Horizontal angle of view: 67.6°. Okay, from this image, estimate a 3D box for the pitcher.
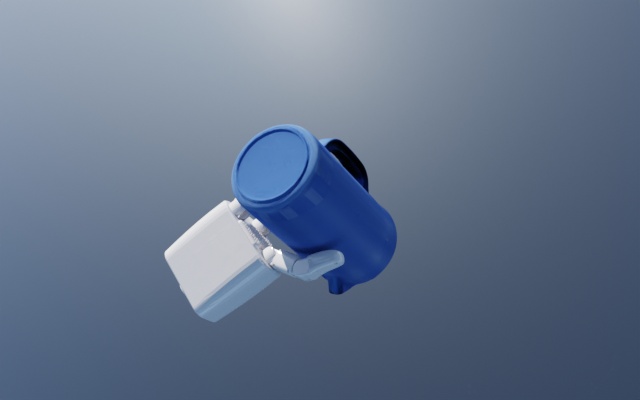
[{"bbox_3d":[0.000,0.002,0.601,0.145,0.149,0.243,-37,-36,6],"label":"pitcher"}]
